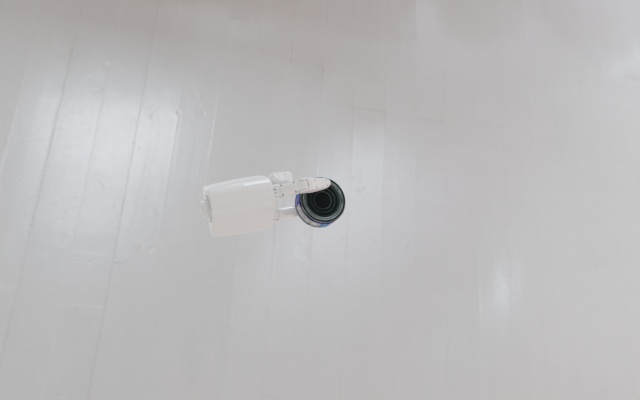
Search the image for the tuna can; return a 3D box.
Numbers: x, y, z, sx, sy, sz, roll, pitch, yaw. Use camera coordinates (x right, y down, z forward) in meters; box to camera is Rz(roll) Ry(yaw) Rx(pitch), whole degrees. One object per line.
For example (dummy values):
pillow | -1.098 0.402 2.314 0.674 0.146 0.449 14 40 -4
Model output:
tuna can | 0.000 0.003 0.838 0.086 0.086 0.034 0 -15 -18
